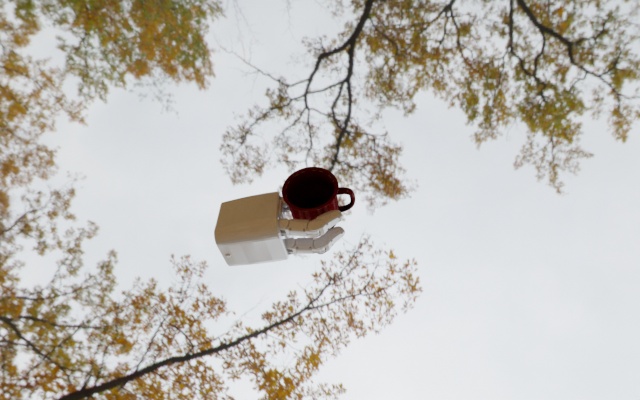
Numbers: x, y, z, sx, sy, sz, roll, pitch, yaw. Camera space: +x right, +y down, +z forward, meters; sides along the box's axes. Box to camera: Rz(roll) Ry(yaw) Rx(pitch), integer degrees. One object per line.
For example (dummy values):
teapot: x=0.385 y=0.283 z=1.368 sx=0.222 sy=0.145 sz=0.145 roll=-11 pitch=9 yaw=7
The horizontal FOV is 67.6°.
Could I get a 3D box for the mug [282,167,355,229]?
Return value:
mug: x=0.002 y=0.002 z=0.799 sx=0.117 sy=0.093 sz=0.082 roll=-8 pitch=-39 yaw=4
